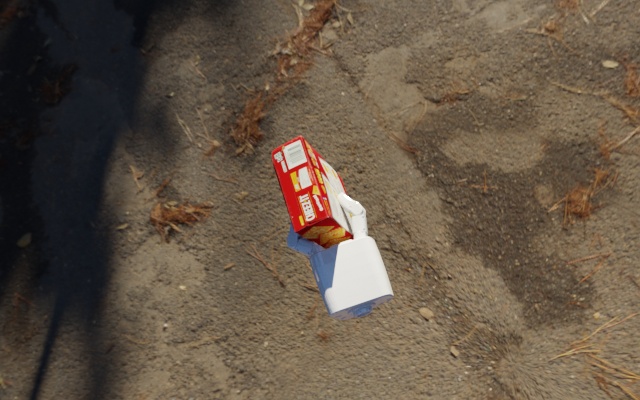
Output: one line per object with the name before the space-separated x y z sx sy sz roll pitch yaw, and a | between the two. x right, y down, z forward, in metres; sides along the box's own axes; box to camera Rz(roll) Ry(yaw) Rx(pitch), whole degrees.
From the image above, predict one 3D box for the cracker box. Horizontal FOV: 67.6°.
cracker box | 0.000 0.003 0.880 0.072 0.164 0.214 -25 -25 13
